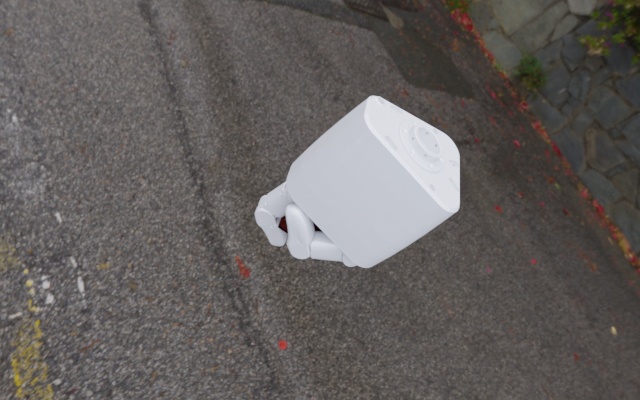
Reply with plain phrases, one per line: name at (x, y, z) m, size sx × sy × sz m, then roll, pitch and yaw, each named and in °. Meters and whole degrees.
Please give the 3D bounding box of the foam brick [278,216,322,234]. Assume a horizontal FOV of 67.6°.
foam brick at (0.000, 0.001, 0.481) m, size 0.053 × 0.078 × 0.051 m, roll 34°, pitch -47°, yaw -19°
